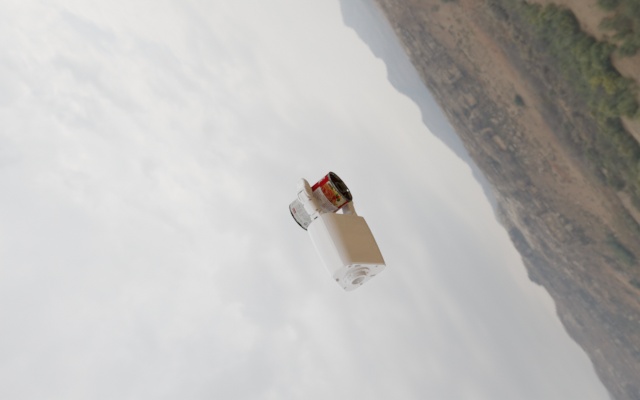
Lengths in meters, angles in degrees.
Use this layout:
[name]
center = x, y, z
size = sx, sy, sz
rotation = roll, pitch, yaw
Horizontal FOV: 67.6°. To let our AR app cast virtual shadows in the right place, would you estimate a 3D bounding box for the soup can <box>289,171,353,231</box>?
[soup can]
center = 0.000, 0.003, 0.891
size = 0.102, 0.068, 0.068
rotation = -38, -14, 19
